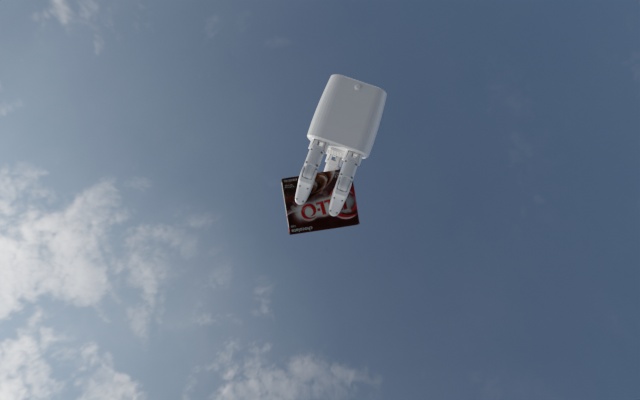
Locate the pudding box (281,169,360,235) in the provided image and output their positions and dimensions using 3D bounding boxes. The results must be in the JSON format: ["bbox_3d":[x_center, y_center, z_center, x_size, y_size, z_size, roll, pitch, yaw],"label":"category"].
[{"bbox_3d":[0.000,0.002,0.754,0.113,0.090,0.039,-9,-4,1],"label":"pudding box"}]
